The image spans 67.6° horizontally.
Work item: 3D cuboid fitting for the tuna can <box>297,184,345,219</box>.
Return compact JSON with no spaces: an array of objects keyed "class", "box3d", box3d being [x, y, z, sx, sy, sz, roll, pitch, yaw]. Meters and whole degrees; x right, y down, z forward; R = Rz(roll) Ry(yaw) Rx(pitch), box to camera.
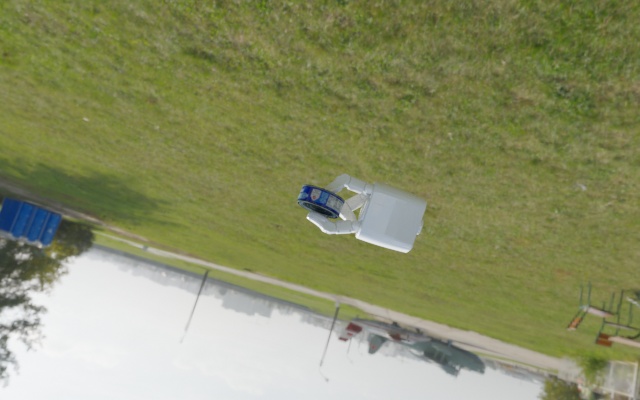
[{"class":"tuna can","box3d":[0.000,0.003,0.895,0.086,0.033,0.086,21,-12,5]}]
